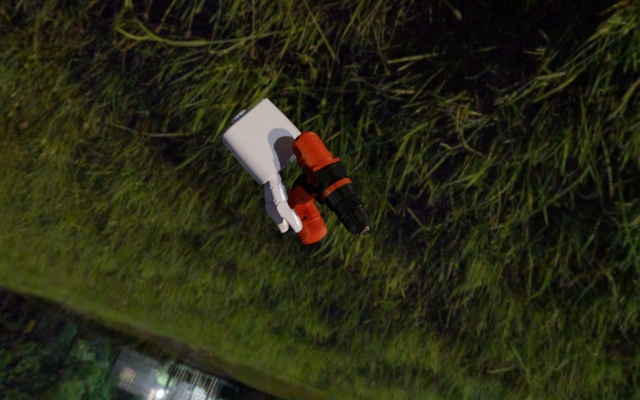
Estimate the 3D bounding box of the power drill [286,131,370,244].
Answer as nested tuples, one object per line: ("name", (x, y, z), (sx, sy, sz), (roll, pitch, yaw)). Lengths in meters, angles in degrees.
("power drill", (0.000, 0.003, 0.791), (0.057, 0.184, 0.188), (-23, -17, -27))
